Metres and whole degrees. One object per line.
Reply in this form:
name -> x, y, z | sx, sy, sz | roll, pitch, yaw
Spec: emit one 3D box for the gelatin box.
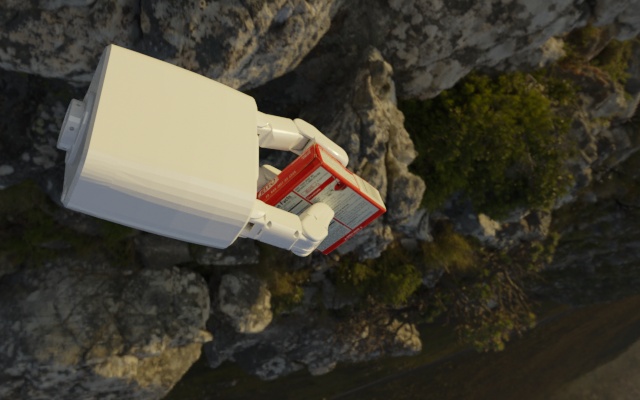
gelatin box -> 0.000, 0.002, 0.411 | 0.073, 0.030, 0.089 | -39, -50, 22
